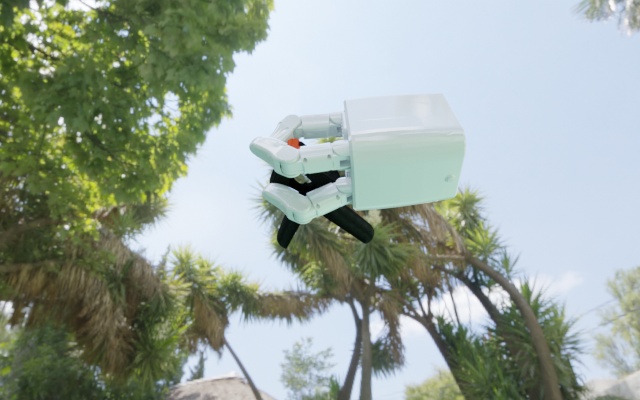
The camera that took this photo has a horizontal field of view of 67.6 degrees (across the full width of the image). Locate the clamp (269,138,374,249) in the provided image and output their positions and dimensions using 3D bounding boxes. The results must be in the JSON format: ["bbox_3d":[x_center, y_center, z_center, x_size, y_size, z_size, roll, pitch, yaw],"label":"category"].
[{"bbox_3d":[0.000,0.001,0.536,0.120,0.039,0.172,-4,-37,3],"label":"clamp"}]
